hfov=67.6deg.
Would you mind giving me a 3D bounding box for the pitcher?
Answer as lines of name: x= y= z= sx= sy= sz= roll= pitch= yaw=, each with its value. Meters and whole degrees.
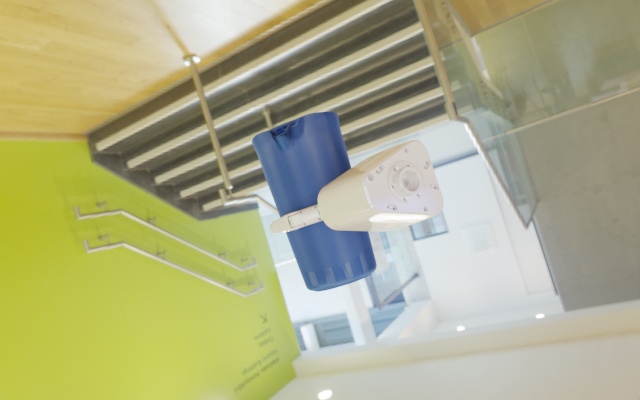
pitcher: x=0.000 y=0.002 z=0.709 sx=0.149 sy=0.243 sz=0.145 roll=-15 pitch=-4 yaw=-30
